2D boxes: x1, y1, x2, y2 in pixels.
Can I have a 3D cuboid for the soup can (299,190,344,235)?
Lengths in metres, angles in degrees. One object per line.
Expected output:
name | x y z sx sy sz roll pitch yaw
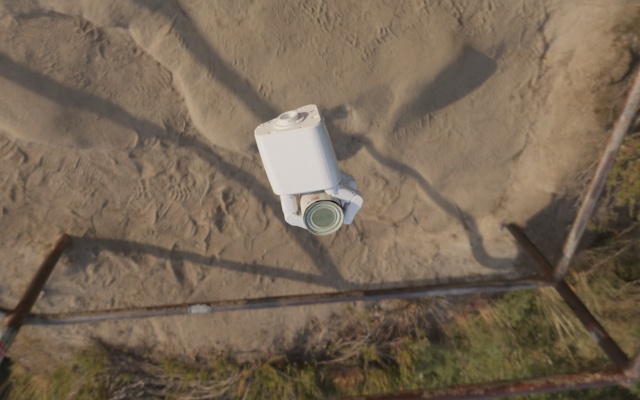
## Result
soup can | 0.000 0.003 0.791 0.068 0.068 0.102 0 31 -7
